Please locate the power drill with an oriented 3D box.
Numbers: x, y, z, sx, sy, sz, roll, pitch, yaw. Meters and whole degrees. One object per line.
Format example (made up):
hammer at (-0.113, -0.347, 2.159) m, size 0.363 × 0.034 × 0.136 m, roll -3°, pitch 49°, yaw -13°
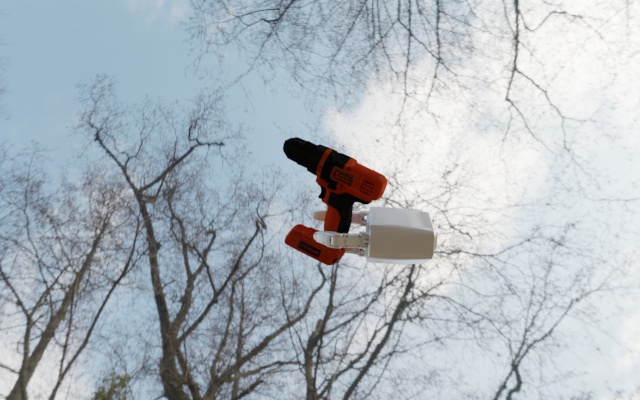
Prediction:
power drill at (0.000, 0.003, 0.804) m, size 0.184 × 0.188 × 0.057 m, roll 27°, pitch 28°, yaw 14°
